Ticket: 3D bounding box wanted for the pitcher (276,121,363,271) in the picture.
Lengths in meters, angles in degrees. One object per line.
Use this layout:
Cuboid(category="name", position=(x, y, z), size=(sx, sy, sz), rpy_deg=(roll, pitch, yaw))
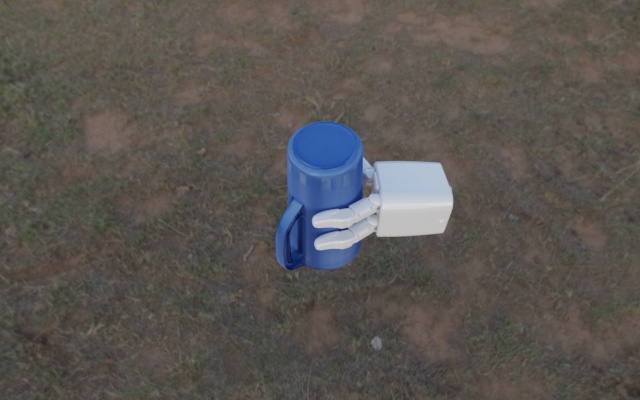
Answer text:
Cuboid(category="pitcher", position=(0.000, 0.002, 0.756), size=(0.145, 0.149, 0.243), rpy_deg=(-1, -38, 0))
